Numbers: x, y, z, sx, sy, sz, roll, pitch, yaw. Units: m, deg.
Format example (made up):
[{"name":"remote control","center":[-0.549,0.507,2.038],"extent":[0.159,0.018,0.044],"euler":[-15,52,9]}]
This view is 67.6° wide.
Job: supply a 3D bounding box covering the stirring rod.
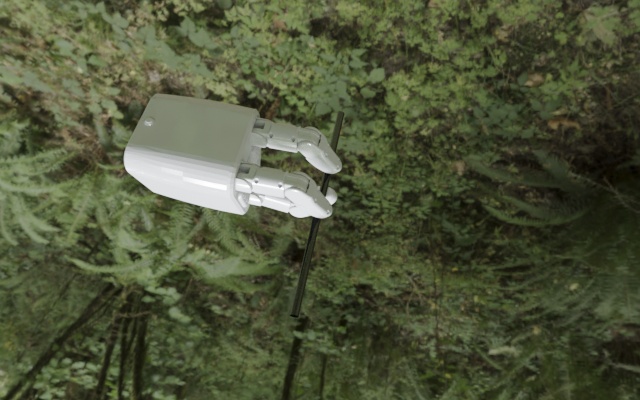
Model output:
[{"name":"stirring rod","center":[0.000,0.002,0.484],"extent":[0.011,0.239,0.011],"euler":[10,-31,6]}]
